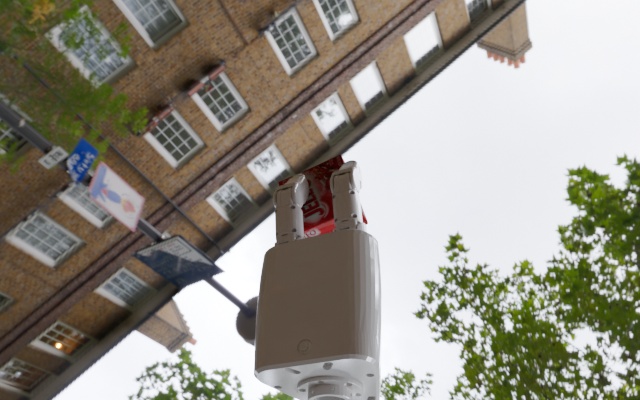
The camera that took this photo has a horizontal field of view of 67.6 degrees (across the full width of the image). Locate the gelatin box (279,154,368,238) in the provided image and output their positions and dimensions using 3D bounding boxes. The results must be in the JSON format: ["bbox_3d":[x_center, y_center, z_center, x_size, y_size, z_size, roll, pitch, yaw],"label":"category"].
[{"bbox_3d":[0.000,0.002,0.472,0.073,0.030,0.089,-24,39,8],"label":"gelatin box"}]
